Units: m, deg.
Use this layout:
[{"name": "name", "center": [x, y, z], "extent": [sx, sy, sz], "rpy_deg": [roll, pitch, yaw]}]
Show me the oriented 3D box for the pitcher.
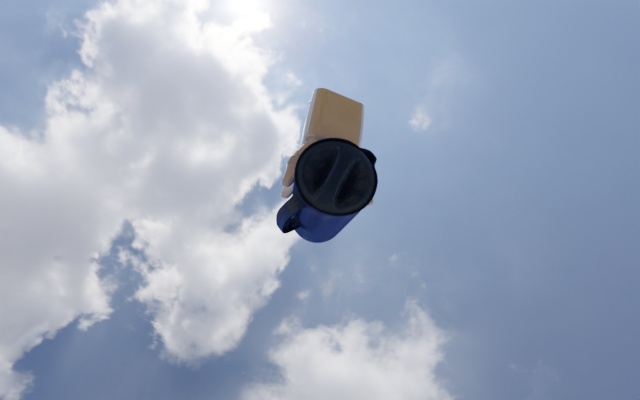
[{"name": "pitcher", "center": [0.000, 0.003, 0.853], "extent": [0.149, 0.145, 0.243], "rpy_deg": [9, -20, -6]}]
